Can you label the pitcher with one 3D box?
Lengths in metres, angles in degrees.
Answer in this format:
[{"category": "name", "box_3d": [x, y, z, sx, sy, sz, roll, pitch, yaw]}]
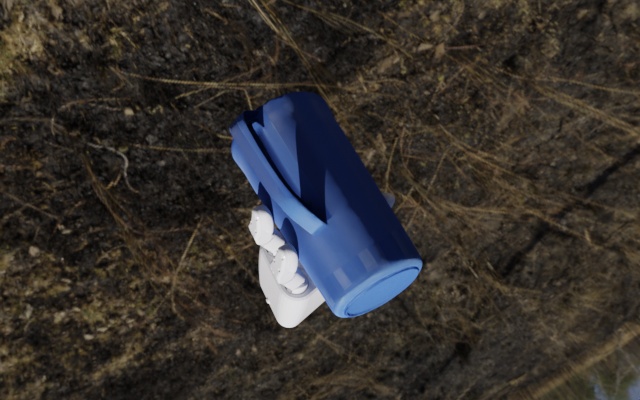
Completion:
[{"category": "pitcher", "box_3d": [0.000, 0.002, 0.533, 0.149, 0.242, 0.145, -20, -29, -24]}]
